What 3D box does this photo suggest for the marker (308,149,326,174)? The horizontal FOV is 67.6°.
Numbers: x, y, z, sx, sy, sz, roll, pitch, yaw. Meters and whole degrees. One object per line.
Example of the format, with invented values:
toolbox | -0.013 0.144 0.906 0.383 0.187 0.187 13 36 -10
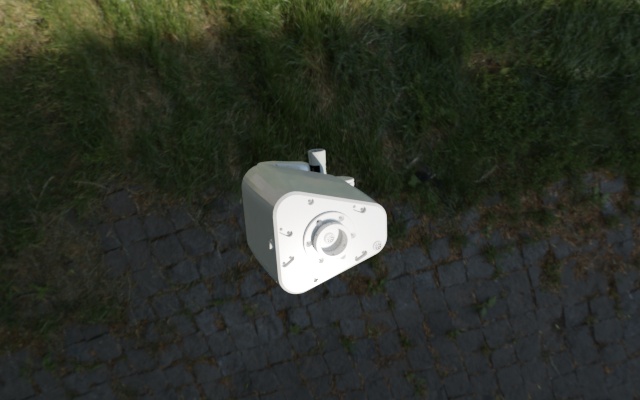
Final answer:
marker | 0.000 0.002 0.548 0.020 0.121 0.020 -4 17 1
